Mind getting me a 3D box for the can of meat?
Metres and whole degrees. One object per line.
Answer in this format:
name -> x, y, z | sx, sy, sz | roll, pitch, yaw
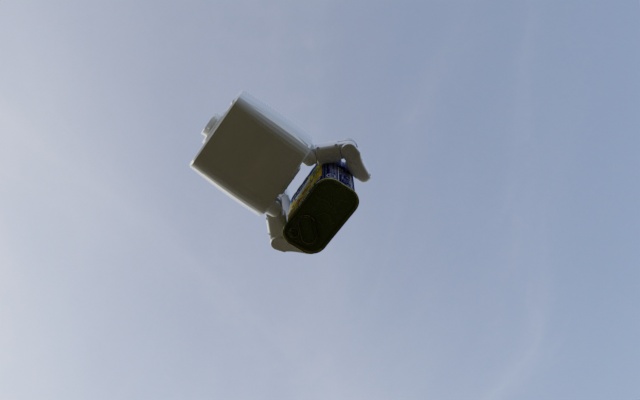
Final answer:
can of meat -> 0.000, 0.002, 0.596 | 0.057, 0.102, 0.084 | 31, 23, -14
